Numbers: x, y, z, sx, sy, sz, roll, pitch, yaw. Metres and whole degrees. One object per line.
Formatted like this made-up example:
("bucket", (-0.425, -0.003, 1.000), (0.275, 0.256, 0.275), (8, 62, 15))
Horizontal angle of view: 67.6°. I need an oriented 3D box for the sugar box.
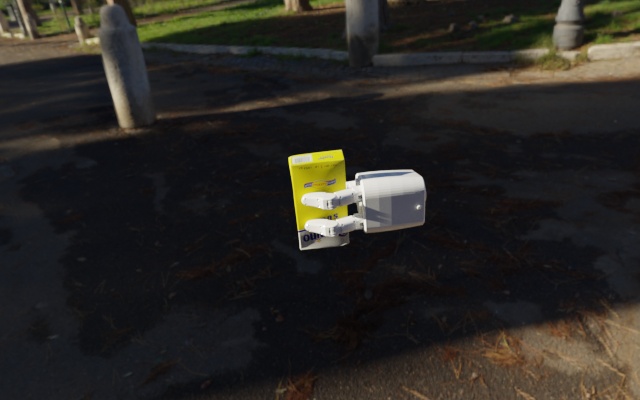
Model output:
("sugar box", (0.000, 0.003, 0.840), (0.093, 0.176, 0.048), (-7, 29, -1))
